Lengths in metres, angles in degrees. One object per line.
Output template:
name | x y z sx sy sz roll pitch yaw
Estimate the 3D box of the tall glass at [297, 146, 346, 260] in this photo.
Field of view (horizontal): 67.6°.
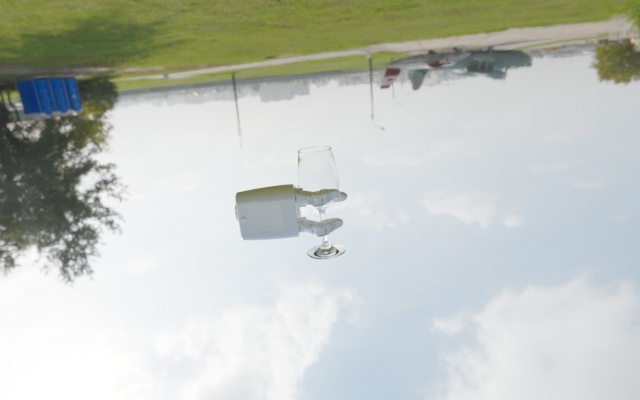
tall glass | 0.000 0.004 0.885 0.079 0.201 0.079 -6 15 2
